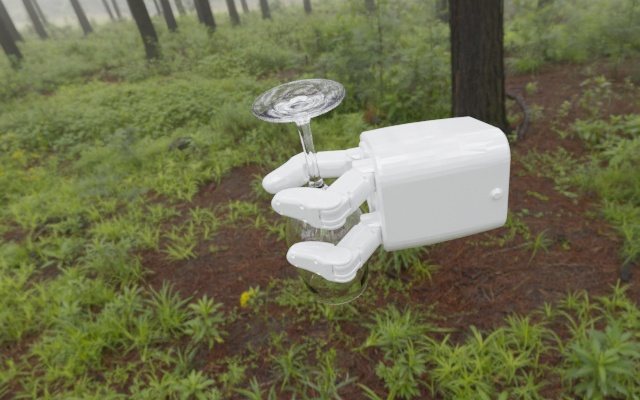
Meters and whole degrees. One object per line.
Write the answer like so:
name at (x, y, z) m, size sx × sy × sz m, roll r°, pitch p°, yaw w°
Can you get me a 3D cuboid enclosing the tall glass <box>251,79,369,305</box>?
tall glass at (0.000, 0.001, 0.425) m, size 0.079 × 0.201 × 0.079 m, roll -8°, pitch 34°, yaw 5°
